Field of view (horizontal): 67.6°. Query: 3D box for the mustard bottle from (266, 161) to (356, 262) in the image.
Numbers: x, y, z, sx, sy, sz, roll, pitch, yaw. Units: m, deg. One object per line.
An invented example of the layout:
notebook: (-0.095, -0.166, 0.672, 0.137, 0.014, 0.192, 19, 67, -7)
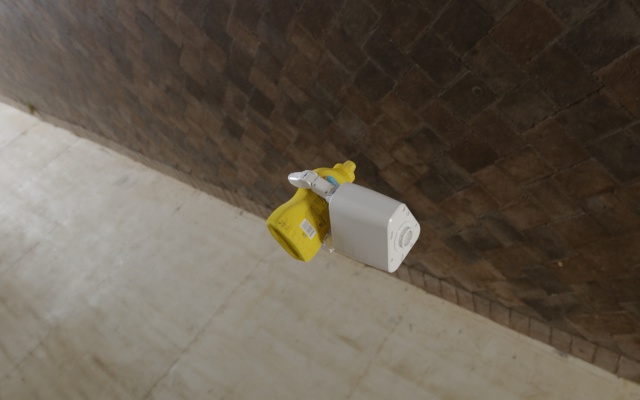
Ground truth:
mustard bottle: (0.000, 0.003, 0.798, 0.058, 0.096, 0.191, 1, 45, 53)
